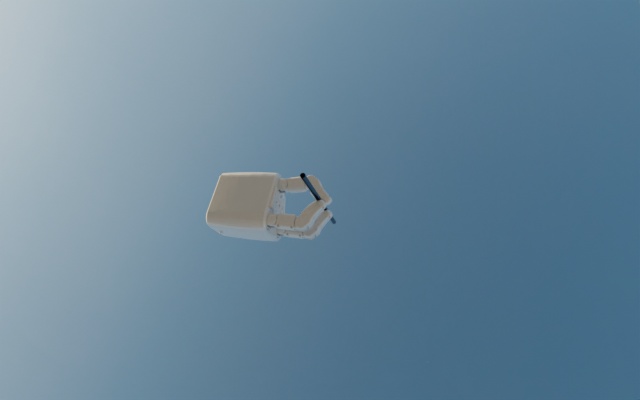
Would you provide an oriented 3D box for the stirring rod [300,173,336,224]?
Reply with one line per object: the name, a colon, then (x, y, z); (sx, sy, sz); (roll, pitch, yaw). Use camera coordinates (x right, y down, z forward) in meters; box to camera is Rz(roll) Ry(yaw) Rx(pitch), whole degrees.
stirring rod: (0.000, 0.002, 0.779); (0.011, 0.011, 0.240); (0, -18, 13)
